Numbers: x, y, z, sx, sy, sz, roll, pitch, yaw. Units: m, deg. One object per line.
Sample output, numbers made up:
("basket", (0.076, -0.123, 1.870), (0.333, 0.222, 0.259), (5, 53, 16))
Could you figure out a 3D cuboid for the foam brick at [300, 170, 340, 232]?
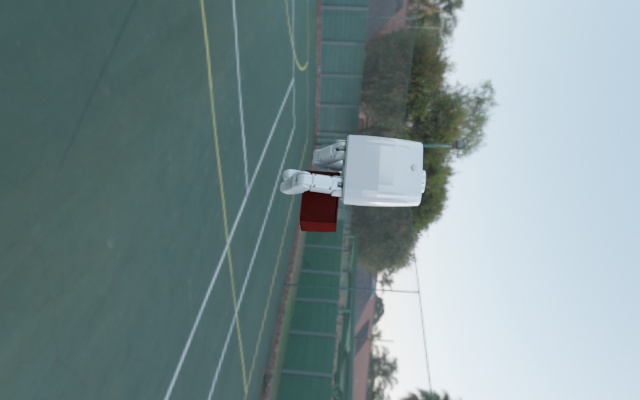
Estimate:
("foam brick", (0.000, 0.003, 0.684), (0.051, 0.078, 0.053), (5, -18, 3))
